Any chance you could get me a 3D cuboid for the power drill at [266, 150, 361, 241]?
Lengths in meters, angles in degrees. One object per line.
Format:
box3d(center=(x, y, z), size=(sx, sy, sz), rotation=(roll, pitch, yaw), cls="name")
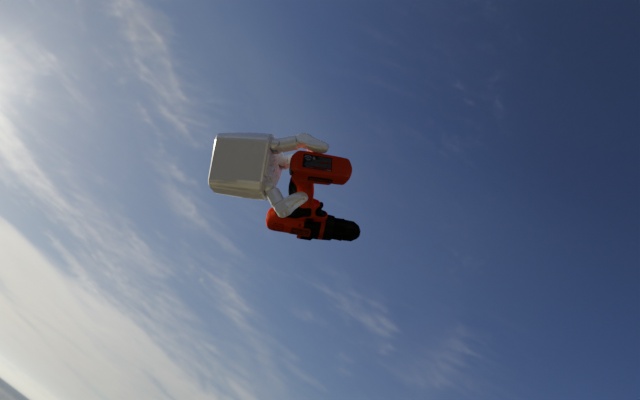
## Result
box3d(center=(0.000, 0.002, 0.872), size=(0.184, 0.057, 0.188), rotation=(8, -46, -8), cls="power drill")
